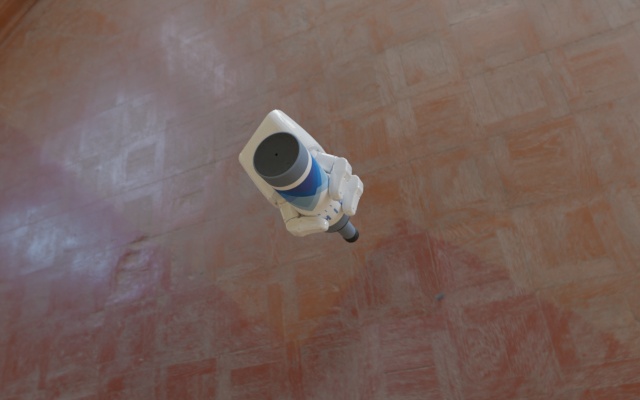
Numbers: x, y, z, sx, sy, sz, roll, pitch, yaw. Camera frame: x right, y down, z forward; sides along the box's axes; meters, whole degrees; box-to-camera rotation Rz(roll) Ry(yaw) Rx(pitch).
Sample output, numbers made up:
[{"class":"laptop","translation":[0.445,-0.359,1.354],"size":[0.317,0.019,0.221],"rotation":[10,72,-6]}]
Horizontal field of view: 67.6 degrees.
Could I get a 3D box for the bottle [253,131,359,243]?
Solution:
[{"class":"bottle","translation":[0.000,0.002,0.707],"size":[0.069,0.069,0.296],"rotation":[0,-24,24]}]
